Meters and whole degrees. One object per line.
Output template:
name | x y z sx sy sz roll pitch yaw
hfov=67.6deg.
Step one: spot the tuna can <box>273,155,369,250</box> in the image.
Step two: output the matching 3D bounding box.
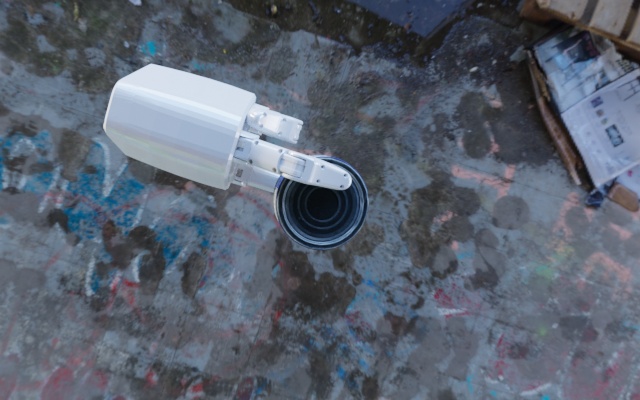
tuna can | 0.000 0.002 0.436 0.086 0.086 0.033 0 7 -9
